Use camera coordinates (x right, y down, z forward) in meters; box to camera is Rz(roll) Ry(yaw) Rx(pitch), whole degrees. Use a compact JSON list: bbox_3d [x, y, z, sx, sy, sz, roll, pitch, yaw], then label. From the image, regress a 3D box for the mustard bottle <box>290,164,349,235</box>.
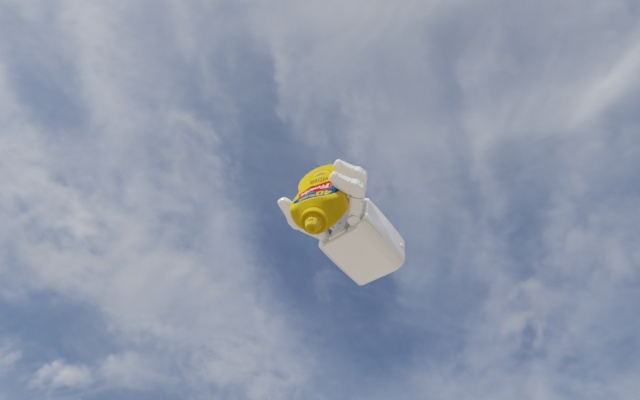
[{"bbox_3d":[0.000,0.002,0.777,0.096,0.058,0.191,-14,22,14],"label":"mustard bottle"}]
